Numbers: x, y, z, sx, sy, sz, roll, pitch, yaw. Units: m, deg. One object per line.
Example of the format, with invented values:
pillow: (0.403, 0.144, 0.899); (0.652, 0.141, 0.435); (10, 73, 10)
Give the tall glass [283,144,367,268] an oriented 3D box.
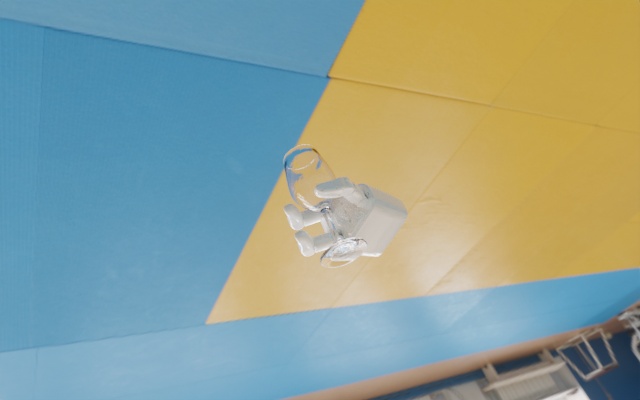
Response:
tall glass: (0.000, 0.003, 0.753); (0.079, 0.201, 0.079); (-17, -34, -12)
